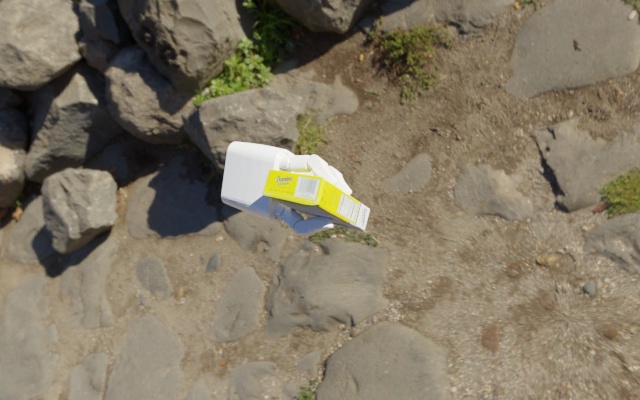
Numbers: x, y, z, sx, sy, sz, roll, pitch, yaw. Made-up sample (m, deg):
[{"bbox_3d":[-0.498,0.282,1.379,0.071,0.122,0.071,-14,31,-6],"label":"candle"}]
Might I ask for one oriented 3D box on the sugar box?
[{"bbox_3d":[0.000,0.002,0.728,0.093,0.048,0.176,11,-7,29],"label":"sugar box"}]
